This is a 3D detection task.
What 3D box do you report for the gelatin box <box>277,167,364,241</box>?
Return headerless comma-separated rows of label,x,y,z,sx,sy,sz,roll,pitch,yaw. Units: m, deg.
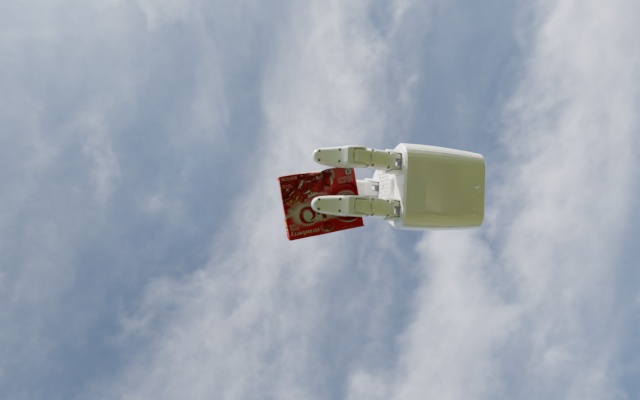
gelatin box,0.000,0.002,0.546,0.089,0.073,0.030,-10,2,-8
